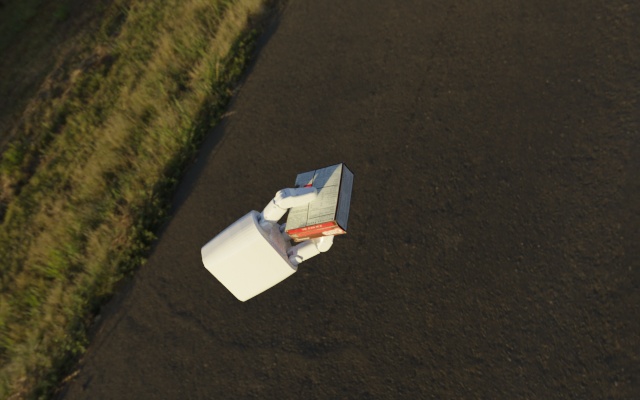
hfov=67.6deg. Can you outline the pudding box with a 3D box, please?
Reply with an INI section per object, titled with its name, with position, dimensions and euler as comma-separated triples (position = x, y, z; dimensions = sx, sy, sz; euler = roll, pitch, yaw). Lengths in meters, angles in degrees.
[pudding box]
position = 0.000, 0.002, 0.727
dimensions = 0.090, 0.113, 0.039
euler = -12, -38, 29
